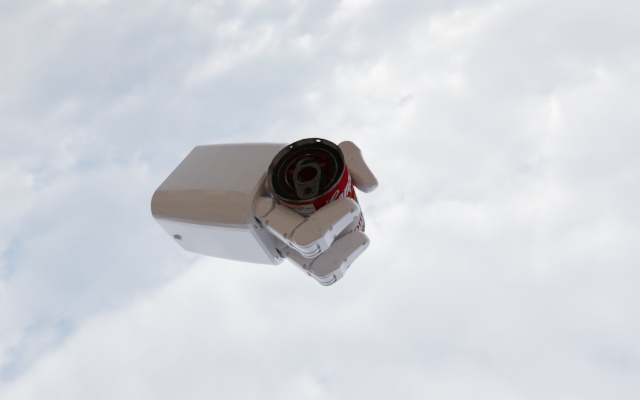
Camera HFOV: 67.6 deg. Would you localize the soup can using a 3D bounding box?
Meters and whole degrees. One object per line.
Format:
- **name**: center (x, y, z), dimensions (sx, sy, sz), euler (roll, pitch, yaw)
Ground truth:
- **soup can**: center (0.001, 0.002, 0.438), dimensions (0.068, 0.068, 0.102), euler (0, -34, 18)
